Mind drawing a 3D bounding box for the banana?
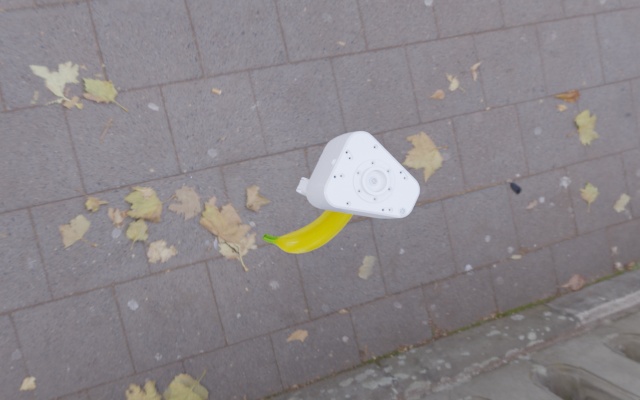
[{"bbox_3d":[0.009,0.019,0.718,0.198,0.069,0.037,-39,4,-6],"label":"banana"}]
